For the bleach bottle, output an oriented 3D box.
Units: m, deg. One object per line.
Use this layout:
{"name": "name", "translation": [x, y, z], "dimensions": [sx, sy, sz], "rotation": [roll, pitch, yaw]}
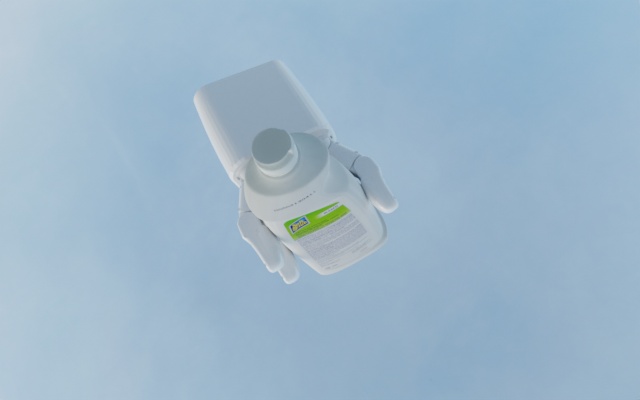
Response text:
{"name": "bleach bottle", "translation": [0.000, 0.002, 0.439], "dimensions": [0.102, 0.068, 0.251], "rotation": [-31, -24, 0]}
